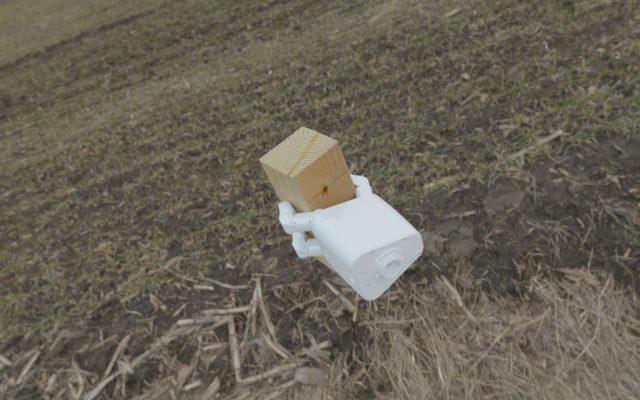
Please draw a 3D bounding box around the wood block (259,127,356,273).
[{"bbox_3d":[0.001,0.002,0.745,0.091,0.206,0.090,-40,41,-19],"label":"wood block"}]
